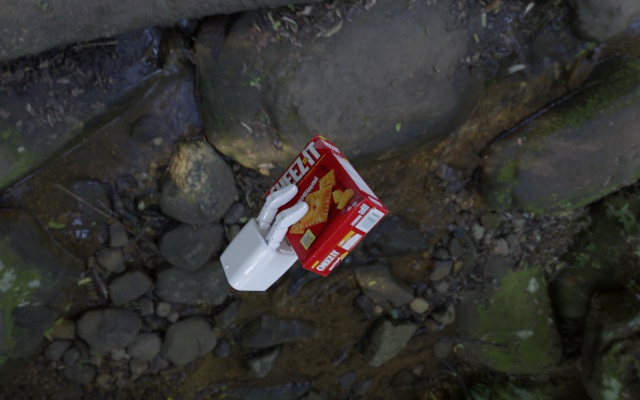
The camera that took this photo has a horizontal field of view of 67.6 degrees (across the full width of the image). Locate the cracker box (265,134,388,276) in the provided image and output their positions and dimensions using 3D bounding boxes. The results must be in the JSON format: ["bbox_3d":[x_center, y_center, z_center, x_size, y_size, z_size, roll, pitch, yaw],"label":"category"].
[{"bbox_3d":[0.000,0.003,0.870,0.072,0.164,0.213,29,20,-42],"label":"cracker box"}]
